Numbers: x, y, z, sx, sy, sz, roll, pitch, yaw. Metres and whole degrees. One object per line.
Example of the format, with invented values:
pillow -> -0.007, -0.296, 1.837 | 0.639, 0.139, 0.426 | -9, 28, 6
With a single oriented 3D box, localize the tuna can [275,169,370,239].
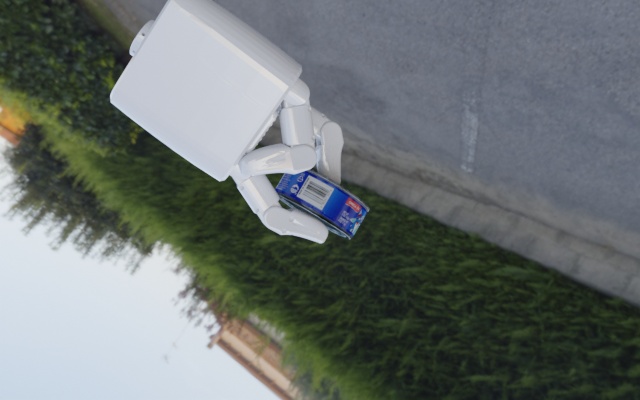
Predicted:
tuna can -> 0.000, 0.002, 0.443 | 0.086, 0.033, 0.086 | 30, -7, 4
